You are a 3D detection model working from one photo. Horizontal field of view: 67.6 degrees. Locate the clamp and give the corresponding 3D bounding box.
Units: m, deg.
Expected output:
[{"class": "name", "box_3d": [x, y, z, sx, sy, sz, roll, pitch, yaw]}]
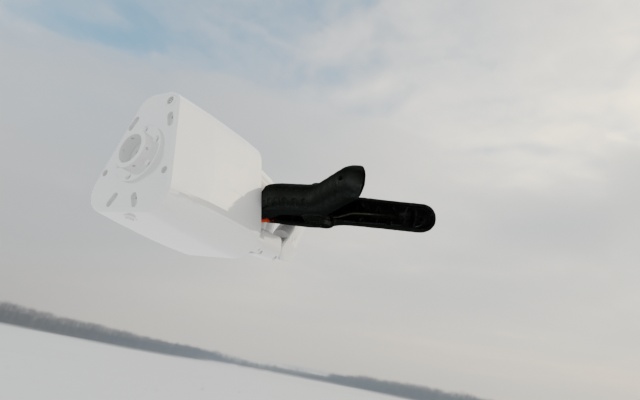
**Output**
[{"class": "clamp", "box_3d": [0.000, 0.001, 0.412, 0.171, 0.039, 0.120, -3, -24, 32]}]
